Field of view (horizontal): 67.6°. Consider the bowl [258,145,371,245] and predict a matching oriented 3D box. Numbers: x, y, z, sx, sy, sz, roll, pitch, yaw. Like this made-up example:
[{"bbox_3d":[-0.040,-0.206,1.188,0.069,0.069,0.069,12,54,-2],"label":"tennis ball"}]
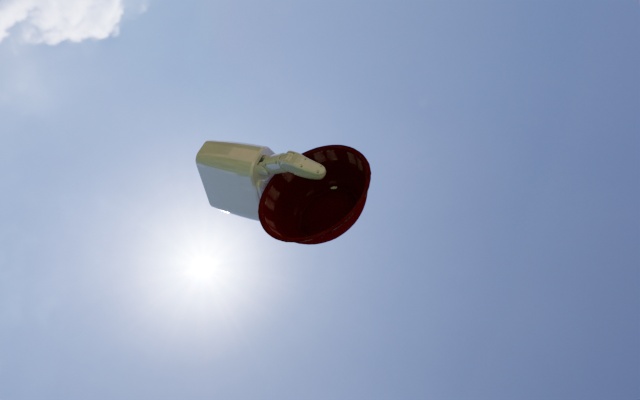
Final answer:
[{"bbox_3d":[0.001,0.003,0.633,0.162,0.162,0.055,0,-38,33],"label":"bowl"}]
